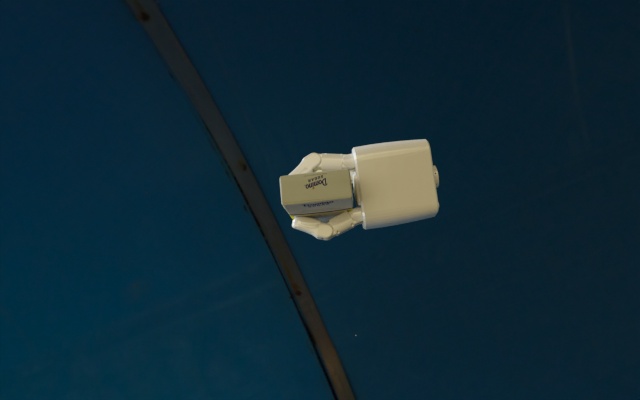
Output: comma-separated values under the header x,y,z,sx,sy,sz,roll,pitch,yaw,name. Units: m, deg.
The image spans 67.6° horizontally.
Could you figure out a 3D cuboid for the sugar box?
x,y,z,sx,sy,sz,roll,pitch,yaw,name
0.000,0.002,0.689,0.093,0.048,0.176,-6,-16,2,sugar box
